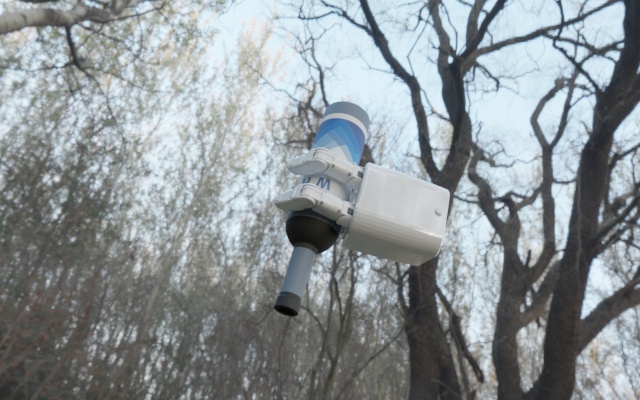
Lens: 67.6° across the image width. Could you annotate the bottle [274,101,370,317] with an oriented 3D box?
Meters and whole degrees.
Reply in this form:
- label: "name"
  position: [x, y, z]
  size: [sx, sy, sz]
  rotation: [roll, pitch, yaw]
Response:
- label: "bottle"
  position: [0.000, 0.002, 0.594]
  size: [0.069, 0.295, 0.069]
  rotation: [12, -33, 8]
